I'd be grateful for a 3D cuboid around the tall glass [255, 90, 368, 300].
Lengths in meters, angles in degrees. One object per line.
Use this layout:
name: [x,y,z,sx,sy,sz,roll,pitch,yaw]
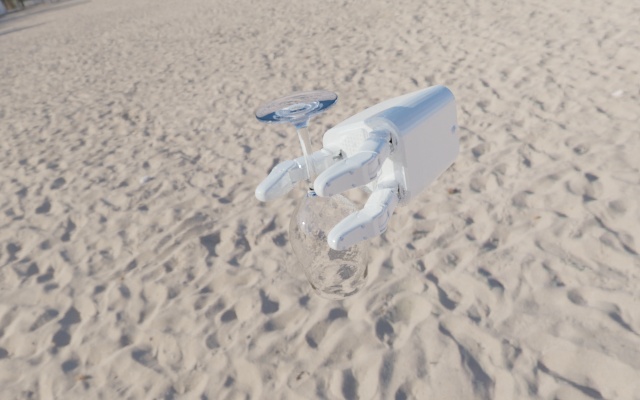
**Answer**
tall glass: [0.000,0.001,0.464,0.079,0.201,0.079,-10,29,6]
